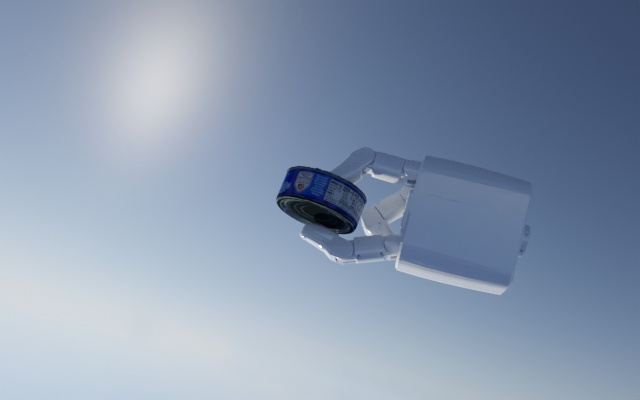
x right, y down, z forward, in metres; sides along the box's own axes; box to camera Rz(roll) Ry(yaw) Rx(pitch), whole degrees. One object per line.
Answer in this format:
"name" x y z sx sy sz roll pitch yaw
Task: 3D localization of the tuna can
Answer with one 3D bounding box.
"tuna can" 0.000 0.002 0.473 0.086 0.033 0.086 19 -19 7
